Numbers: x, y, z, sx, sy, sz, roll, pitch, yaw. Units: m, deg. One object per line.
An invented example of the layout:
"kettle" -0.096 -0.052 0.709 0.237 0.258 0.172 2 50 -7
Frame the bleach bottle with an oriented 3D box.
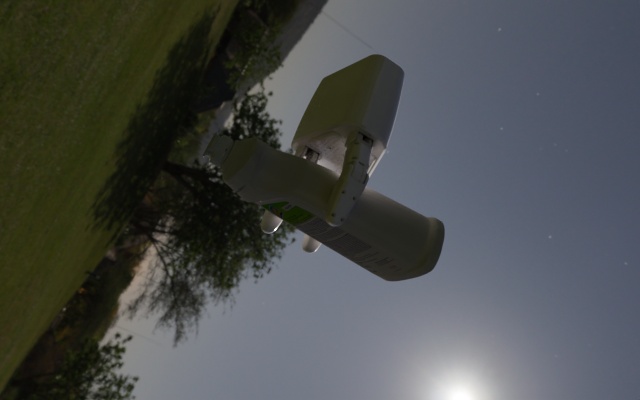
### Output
"bleach bottle" 0.000 0.002 0.494 0.251 0.068 0.102 29 -28 -17
